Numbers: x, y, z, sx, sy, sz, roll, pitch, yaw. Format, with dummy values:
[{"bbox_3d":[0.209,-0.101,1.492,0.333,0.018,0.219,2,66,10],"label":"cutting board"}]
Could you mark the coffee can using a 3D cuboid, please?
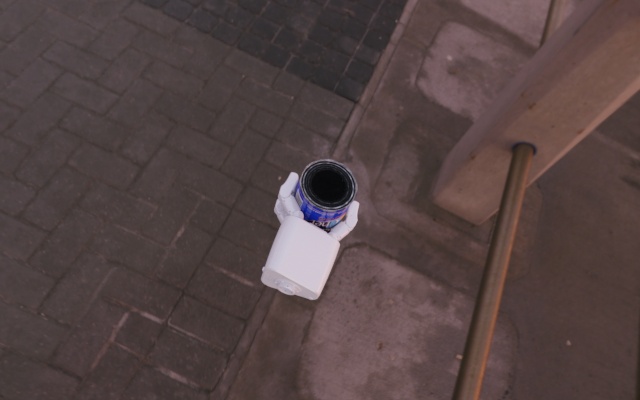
[{"bbox_3d":[0.000,0.003,0.884,0.103,0.102,0.140,0,-26,-13],"label":"coffee can"}]
